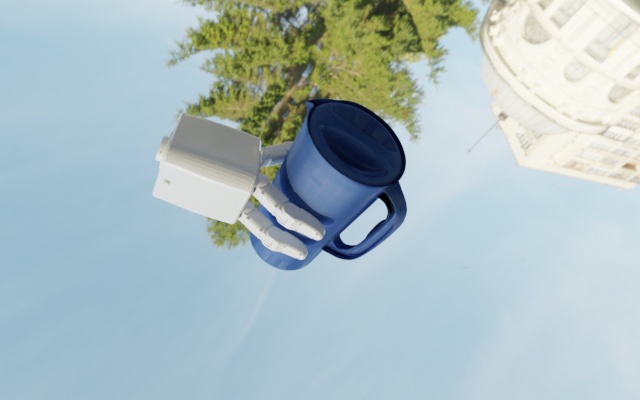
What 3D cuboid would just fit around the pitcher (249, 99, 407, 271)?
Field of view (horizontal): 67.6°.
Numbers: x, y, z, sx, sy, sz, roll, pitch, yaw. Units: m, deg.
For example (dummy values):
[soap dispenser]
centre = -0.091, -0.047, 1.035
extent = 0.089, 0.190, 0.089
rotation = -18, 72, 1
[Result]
[pitcher]
centre = 0.000, 0.002, 0.630
extent = 0.145, 0.149, 0.243
rotation = 19, -42, -18
